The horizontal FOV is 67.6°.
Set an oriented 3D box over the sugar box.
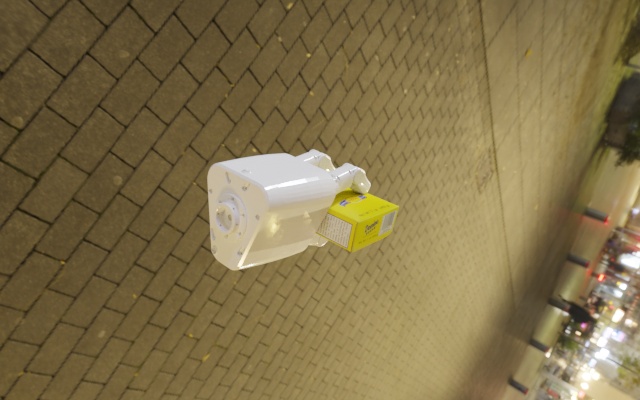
[{"bbox_3d":[0.000,0.002,0.609,0.176,0.048,0.093,27,26,32],"label":"sugar box"}]
